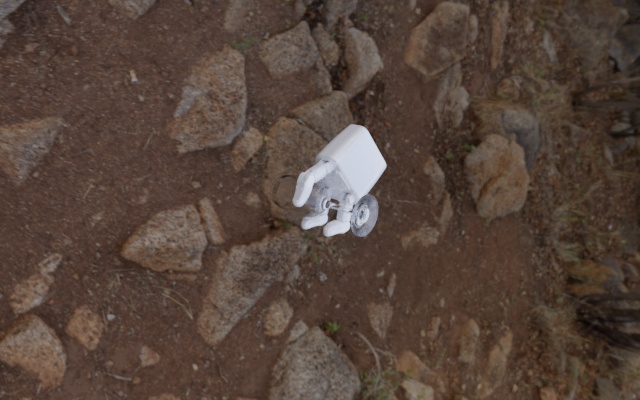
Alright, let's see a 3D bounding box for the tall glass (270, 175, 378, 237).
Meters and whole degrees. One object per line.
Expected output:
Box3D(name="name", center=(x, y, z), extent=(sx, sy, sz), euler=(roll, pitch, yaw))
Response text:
Box3D(name="tall glass", center=(0.001, 0.003, 0.854), extent=(0.201, 0.079, 0.079), euler=(17, 10, 38))
